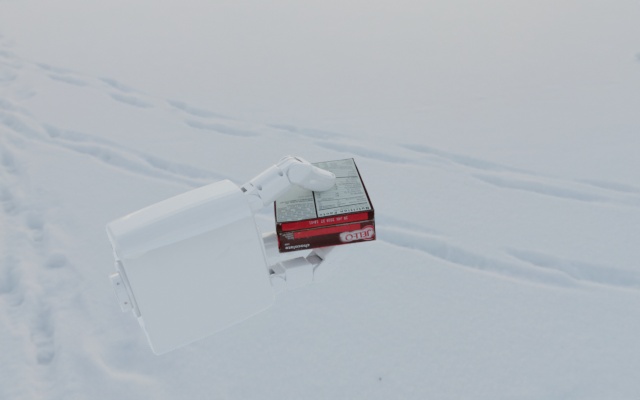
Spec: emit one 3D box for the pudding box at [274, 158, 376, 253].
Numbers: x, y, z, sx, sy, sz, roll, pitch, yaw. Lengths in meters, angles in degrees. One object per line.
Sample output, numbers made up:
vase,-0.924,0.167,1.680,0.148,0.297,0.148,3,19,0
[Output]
pudding box,0.000,0.001,0.468,0.090,0.039,0.113,-7,32,-3
